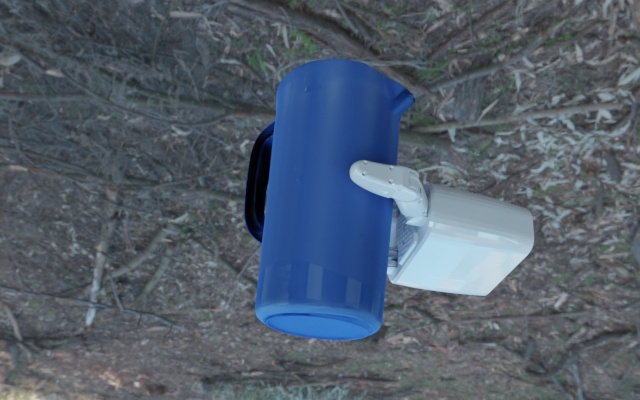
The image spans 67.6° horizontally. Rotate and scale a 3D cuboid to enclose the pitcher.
[{"bbox_3d":[0.000,0.002,0.458,0.145,0.242,0.149,12,-27,-10],"label":"pitcher"}]
